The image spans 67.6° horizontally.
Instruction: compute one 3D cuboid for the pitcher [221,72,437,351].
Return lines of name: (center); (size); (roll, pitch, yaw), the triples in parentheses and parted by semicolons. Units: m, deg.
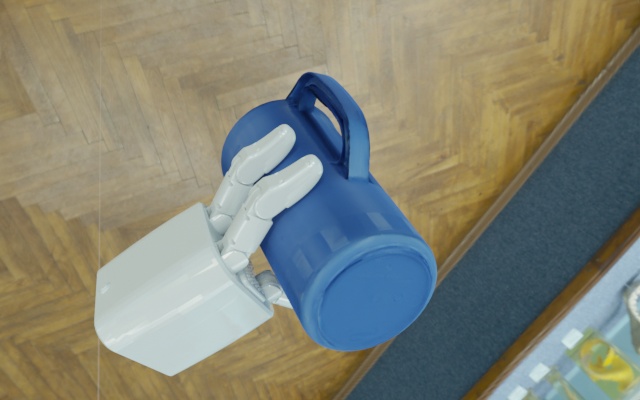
pitcher: (0.000, 0.002, 0.425); (0.145, 0.149, 0.242); (-33, 38, -2)
